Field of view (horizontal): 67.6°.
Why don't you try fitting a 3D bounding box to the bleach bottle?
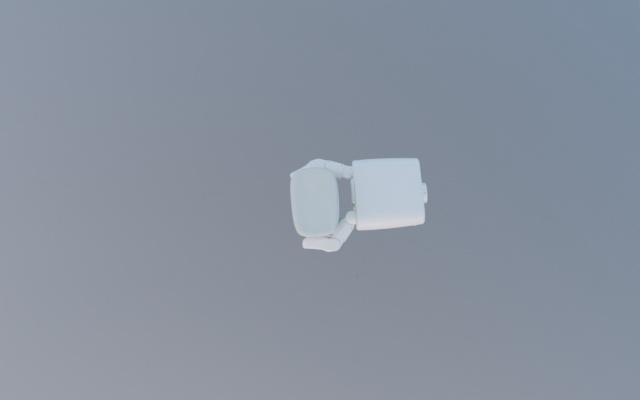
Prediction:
[{"bbox_3d":[0.000,0.003,0.793,0.068,0.102,0.251,-3,1,4],"label":"bleach bottle"}]
